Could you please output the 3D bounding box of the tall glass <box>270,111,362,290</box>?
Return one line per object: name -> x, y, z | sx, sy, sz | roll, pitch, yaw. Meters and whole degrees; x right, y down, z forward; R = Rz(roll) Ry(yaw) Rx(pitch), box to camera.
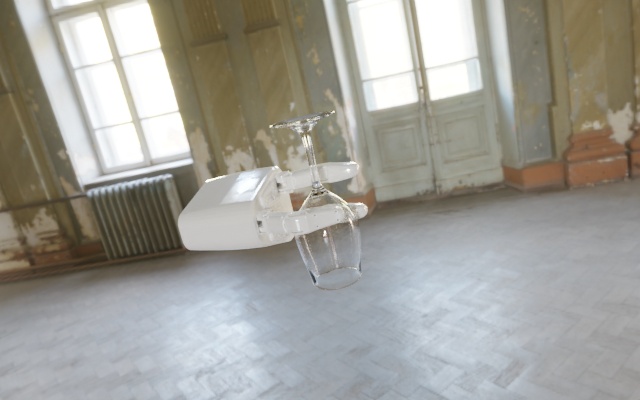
tall glass -> 0.000, 0.001, 0.562 | 0.079, 0.201, 0.079 | -12, 14, 3
